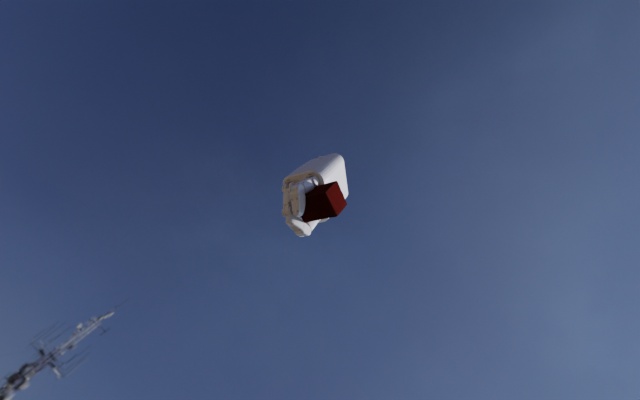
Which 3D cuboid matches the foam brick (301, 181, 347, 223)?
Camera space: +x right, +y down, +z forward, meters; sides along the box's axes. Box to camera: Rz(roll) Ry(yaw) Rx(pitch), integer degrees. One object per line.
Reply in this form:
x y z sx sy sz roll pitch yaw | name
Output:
0.000 0.003 0.892 0.078 0.053 0.051 -12 19 35 | foam brick
